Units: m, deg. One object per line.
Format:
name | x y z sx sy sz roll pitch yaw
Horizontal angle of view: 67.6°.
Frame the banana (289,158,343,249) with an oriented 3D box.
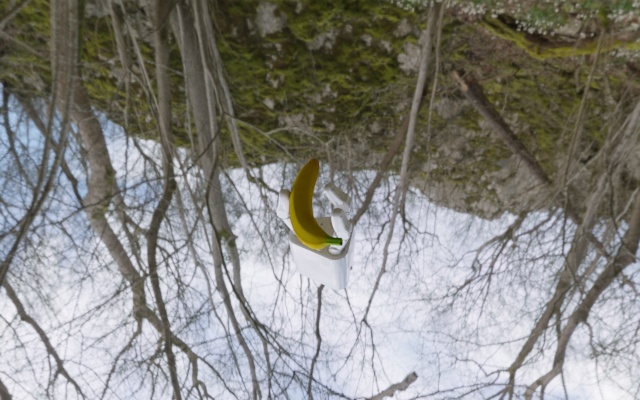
banana | -0.017 0.009 0.754 0.069 0.197 0.037 -15 -43 -2
